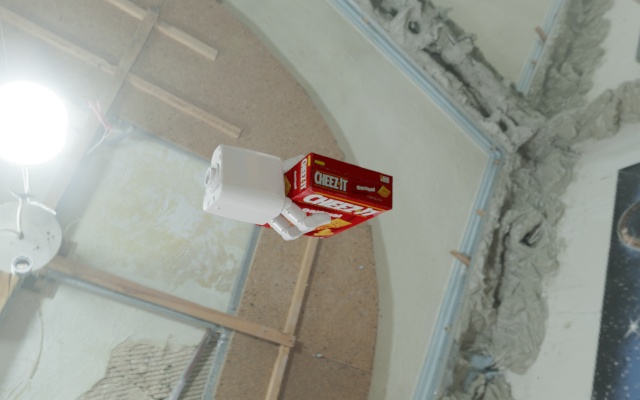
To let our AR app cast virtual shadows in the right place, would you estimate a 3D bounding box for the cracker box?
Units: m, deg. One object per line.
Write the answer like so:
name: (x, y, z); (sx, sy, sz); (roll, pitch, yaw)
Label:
cracker box: (0.000, 0.003, 0.852); (0.164, 0.072, 0.214); (13, -24, -28)
